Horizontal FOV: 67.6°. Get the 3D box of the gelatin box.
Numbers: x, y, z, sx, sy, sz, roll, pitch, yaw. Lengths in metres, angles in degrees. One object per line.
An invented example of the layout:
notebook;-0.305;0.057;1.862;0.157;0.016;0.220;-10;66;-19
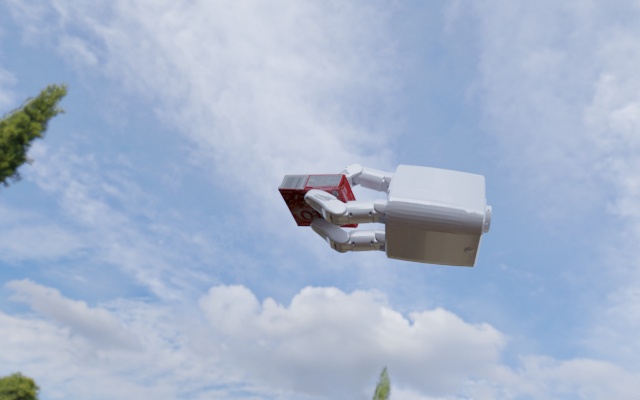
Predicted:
gelatin box;0.000;0.002;0.609;0.089;0.030;0.073;1;-42;27
